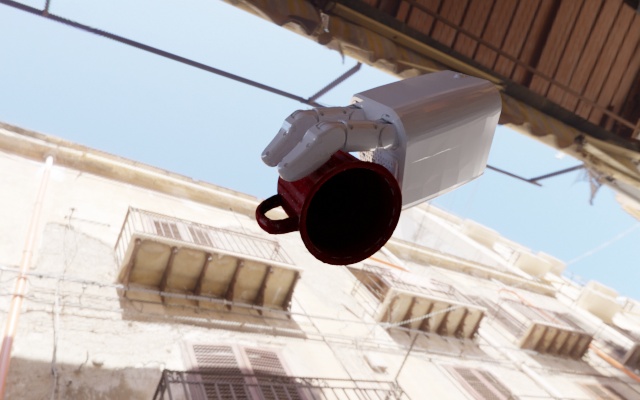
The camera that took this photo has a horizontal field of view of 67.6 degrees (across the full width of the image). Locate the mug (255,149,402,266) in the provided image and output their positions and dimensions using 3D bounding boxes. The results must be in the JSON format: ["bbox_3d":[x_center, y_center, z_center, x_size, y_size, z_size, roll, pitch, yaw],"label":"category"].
[{"bbox_3d":[-0.001,0.002,0.416,0.117,0.093,0.081,-19,28,-16],"label":"mug"}]
